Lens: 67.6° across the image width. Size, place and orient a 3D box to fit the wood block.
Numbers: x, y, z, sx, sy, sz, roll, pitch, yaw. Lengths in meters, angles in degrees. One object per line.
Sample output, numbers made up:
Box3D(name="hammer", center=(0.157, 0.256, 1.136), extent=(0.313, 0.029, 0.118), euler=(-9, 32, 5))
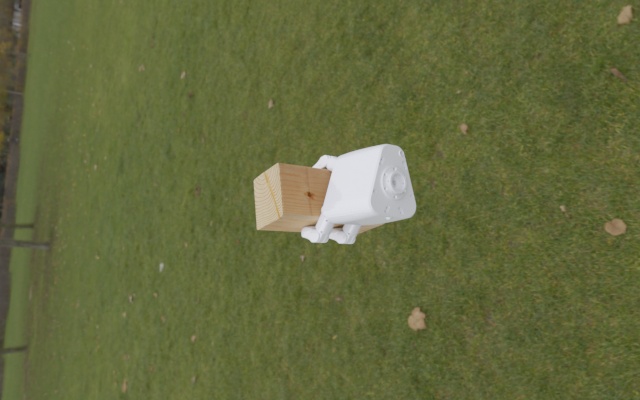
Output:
Box3D(name="wood block", center=(0.000, 0.002, 0.819), extent=(0.206, 0.090, 0.090), euler=(6, -21, -34))
